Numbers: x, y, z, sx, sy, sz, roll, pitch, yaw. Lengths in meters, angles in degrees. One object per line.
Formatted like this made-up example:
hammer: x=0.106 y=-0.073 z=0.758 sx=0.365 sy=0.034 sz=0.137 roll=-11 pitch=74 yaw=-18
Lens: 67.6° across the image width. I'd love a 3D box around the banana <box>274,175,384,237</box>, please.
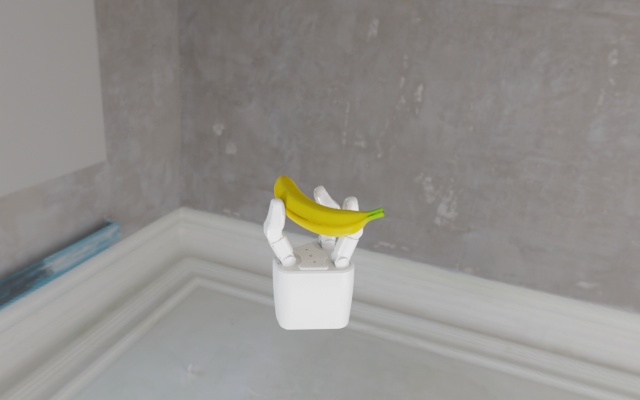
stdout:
banana: x=-0.011 y=0.010 z=0.648 sx=0.197 sy=0.037 sz=0.069 roll=22 pitch=36 yaw=40
